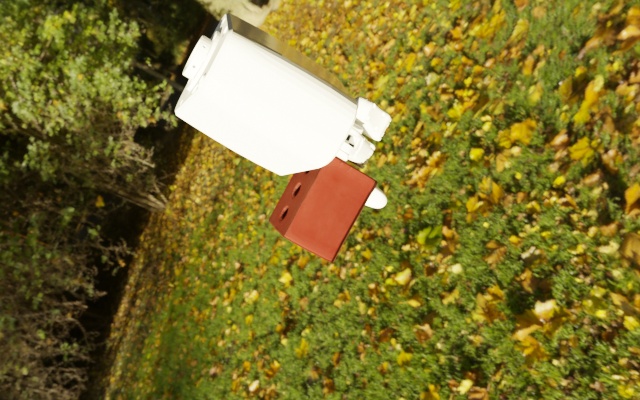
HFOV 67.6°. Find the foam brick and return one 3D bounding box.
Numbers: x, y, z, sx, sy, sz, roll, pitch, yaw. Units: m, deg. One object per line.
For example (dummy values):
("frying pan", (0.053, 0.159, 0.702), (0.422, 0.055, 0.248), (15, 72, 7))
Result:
("foam brick", (0.000, 0.002, 0.403), (0.051, 0.078, 0.053), (27, 3, -25))
